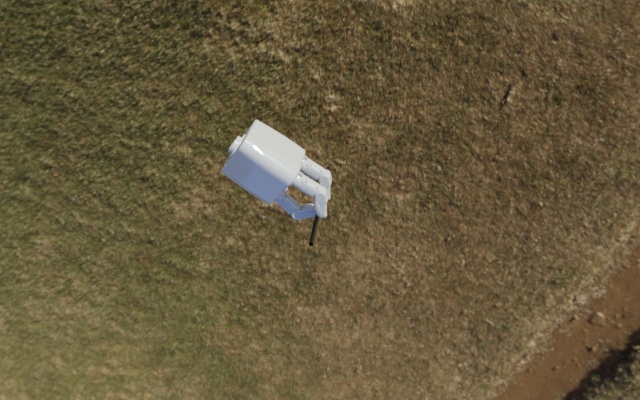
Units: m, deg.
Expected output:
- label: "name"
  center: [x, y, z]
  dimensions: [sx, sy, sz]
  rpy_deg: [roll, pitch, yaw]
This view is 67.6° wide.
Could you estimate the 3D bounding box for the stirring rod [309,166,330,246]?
- label: "stirring rod"
  center: [0.000, 0.003, 0.885]
  dimensions: [0.011, 0.011, 0.239]
  rpy_deg: [0, 35, 9]
